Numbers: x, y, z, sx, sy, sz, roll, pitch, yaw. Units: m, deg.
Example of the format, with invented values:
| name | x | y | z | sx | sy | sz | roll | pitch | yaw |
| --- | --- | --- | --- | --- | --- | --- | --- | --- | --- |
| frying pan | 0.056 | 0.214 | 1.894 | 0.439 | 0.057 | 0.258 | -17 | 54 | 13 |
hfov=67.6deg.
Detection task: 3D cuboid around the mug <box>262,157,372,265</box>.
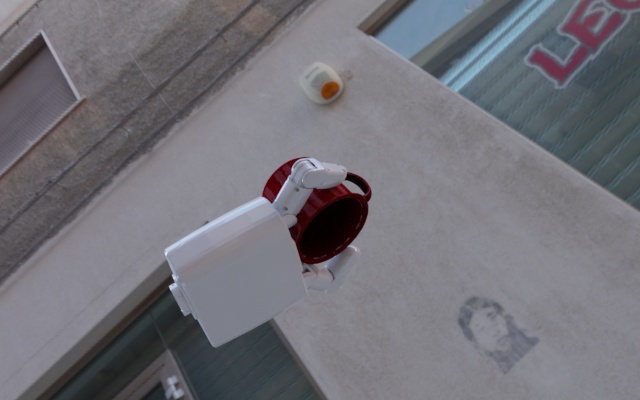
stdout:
| name | x | y | z | sx | sy | sz | roll | pitch | yaw |
| --- | --- | --- | --- | --- | --- | --- | --- | --- | --- |
| mug | 0.001 | 0.001 | 0.515 | 0.117 | 0.093 | 0.081 | -28 | 52 | -21 |
